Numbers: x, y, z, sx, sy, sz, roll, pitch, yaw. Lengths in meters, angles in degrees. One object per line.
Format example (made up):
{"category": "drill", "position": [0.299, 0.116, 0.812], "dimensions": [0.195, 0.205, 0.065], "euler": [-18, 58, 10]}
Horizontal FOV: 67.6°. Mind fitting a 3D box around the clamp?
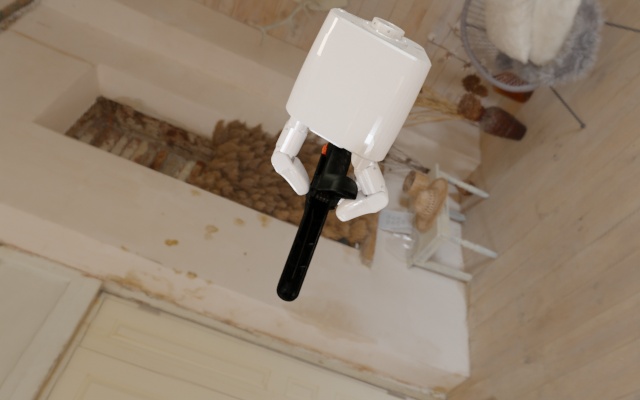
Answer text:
{"category": "clamp", "position": [-0.001, 0.001, 0.538], "dimensions": [0.036, 0.165, 0.210], "euler": [24, 29, -8]}
